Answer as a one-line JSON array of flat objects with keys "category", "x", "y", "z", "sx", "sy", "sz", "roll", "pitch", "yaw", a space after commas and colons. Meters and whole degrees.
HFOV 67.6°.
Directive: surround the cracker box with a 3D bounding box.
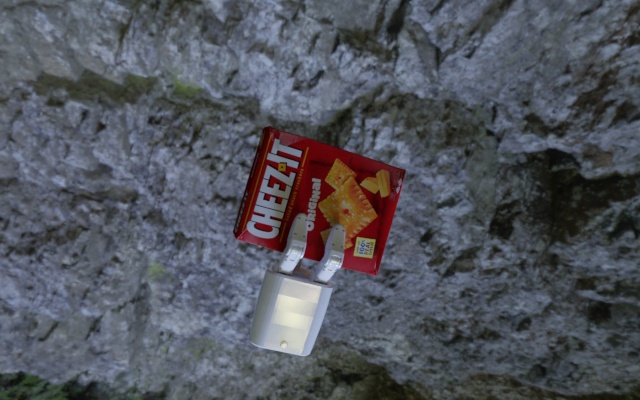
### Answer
[{"category": "cracker box", "x": 0.000, "y": 0.002, "z": 0.692, "sx": 0.214, "sy": 0.164, "sz": 0.072, "roll": 16, "pitch": 1, "yaw": -15}]
